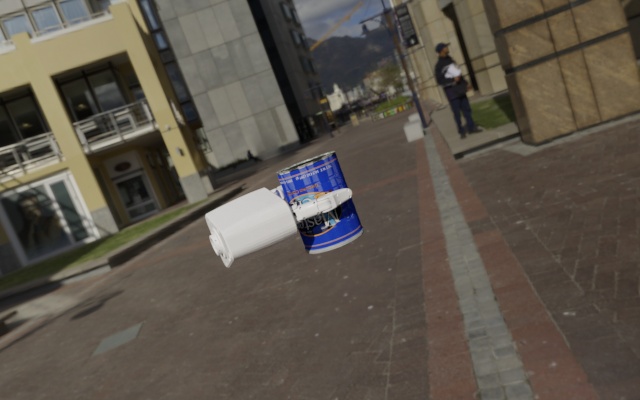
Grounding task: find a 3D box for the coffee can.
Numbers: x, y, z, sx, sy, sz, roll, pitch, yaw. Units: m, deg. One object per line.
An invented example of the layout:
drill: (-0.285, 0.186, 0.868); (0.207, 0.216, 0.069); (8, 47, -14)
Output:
coffee can: (0.000, 0.003, 0.779); (0.103, 0.140, 0.103); (-20, 8, 3)
